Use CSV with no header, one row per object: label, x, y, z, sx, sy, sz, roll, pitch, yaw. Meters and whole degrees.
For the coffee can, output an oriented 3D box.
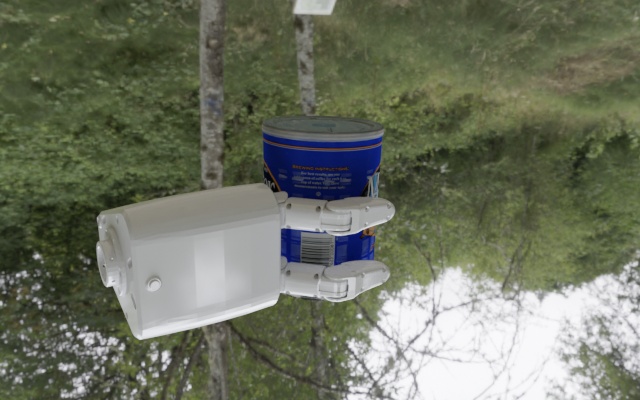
coffee can,0.000,0.001,0.422,0.103,0.140,0.102,2,17,-1
